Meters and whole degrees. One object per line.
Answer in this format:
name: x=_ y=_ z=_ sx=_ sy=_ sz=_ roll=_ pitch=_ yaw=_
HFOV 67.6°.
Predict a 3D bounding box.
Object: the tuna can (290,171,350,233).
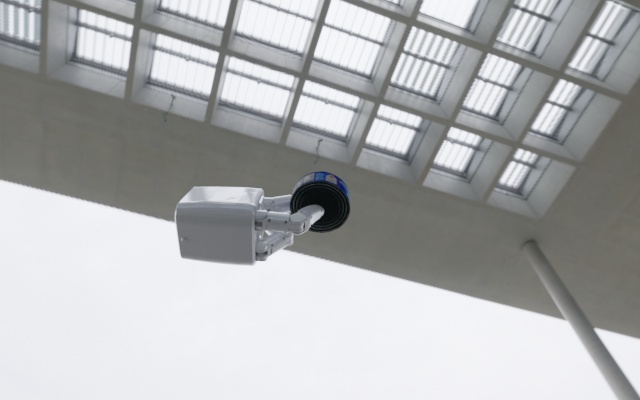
tuna can: x=0.000 y=0.002 z=0.686 sx=0.086 sy=0.086 sz=0.033 roll=0 pitch=31 yaw=5
